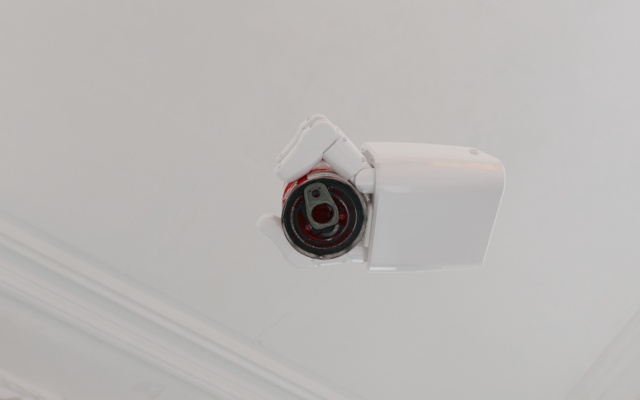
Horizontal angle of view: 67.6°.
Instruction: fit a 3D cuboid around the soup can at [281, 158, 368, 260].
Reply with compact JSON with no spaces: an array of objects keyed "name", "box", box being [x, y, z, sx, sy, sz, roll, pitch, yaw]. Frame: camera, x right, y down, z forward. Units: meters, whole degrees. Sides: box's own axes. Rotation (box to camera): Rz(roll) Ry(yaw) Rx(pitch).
[{"name":"soup can","box":[0.000,0.001,0.419,0.068,0.068,0.102,0,15,-4]}]
